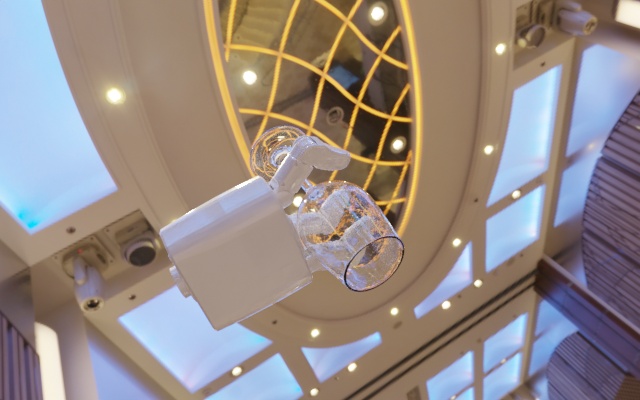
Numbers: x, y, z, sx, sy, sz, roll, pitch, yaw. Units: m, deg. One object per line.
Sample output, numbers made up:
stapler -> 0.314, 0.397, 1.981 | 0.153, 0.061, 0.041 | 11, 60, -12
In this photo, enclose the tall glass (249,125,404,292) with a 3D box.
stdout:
tall glass -> 0.000, 0.001, 0.477 | 0.079, 0.079, 0.201 | 0, 33, -34
